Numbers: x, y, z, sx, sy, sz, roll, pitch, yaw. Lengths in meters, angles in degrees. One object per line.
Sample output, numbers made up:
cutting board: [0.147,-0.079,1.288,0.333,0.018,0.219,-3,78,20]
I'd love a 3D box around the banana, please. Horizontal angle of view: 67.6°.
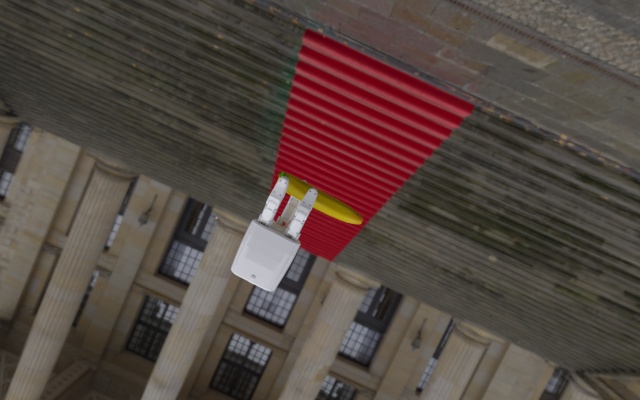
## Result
banana: [-0.009,-0.003,0.915,0.198,0.037,0.069,28,4,-25]
